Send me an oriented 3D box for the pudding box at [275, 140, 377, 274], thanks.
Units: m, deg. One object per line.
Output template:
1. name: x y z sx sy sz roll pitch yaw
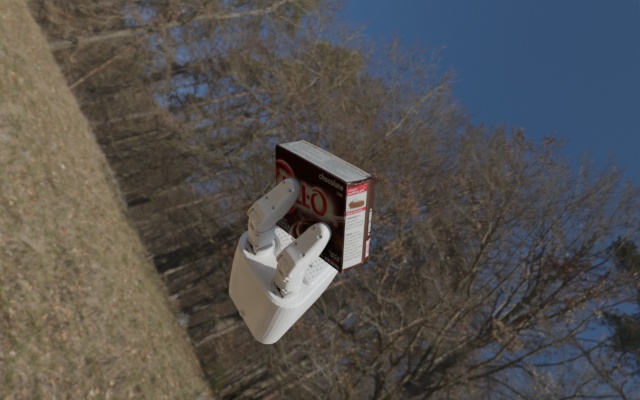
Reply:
1. pudding box: 0.000 0.001 0.451 0.039 0.090 0.113 -19 33 -34
